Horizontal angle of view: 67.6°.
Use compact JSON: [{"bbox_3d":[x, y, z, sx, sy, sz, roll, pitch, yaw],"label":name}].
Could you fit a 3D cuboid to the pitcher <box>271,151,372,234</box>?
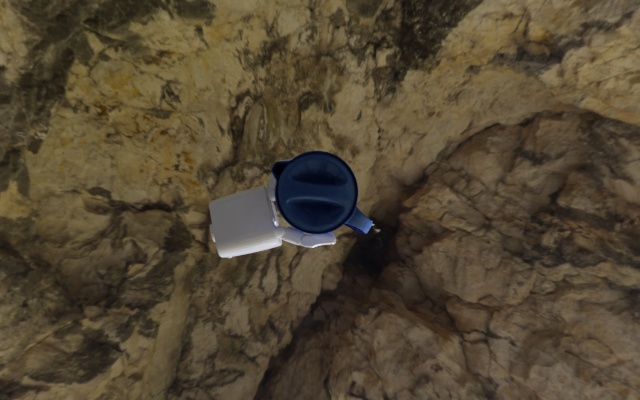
[{"bbox_3d":[0.000,0.003,0.867,0.145,0.149,0.243,-14,-4,-2],"label":"pitcher"}]
